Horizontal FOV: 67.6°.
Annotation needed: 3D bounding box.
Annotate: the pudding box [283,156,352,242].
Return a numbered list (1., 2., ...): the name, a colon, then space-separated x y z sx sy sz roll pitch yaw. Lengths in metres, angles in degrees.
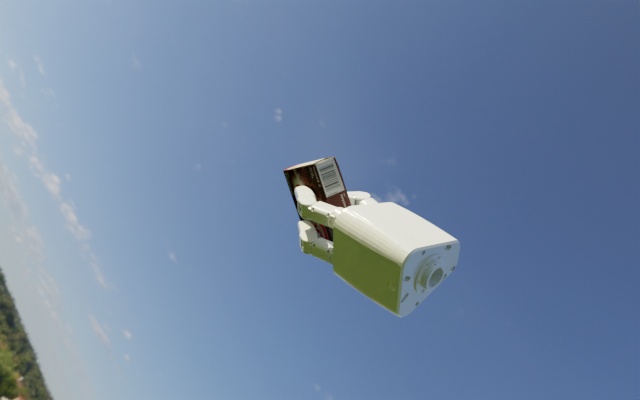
1. pudding box: 0.000 0.002 0.646 0.039 0.113 0.090 -21 8 -31
